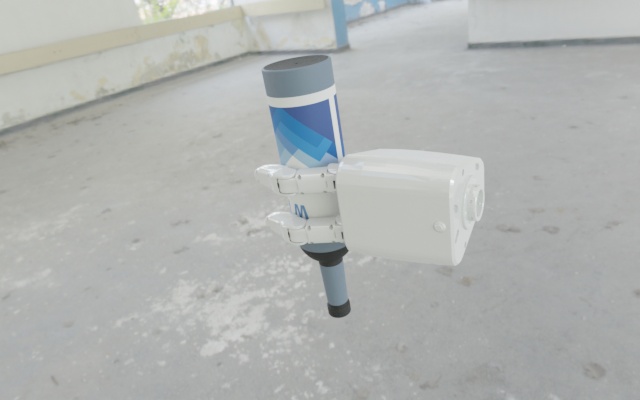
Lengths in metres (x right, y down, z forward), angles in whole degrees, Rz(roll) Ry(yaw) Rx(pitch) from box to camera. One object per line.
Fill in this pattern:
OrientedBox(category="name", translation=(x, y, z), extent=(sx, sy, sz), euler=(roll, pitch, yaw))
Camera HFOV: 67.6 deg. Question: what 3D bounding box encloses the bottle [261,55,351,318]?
OrientedBox(category="bottle", translation=(0.000, 0.001, 0.511), extent=(0.069, 0.296, 0.069), euler=(-8, 25, 4))
